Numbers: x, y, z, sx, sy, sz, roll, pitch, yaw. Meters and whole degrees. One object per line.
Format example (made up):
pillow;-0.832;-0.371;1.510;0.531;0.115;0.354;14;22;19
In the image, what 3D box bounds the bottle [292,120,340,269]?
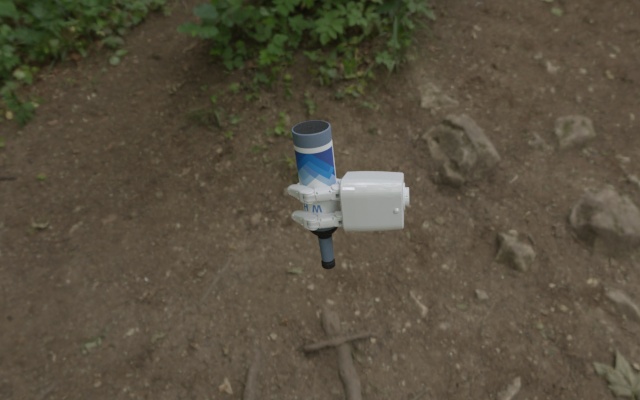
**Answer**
bottle;0.000;0.003;0.881;0.069;0.296;0.069;-5;30;3
